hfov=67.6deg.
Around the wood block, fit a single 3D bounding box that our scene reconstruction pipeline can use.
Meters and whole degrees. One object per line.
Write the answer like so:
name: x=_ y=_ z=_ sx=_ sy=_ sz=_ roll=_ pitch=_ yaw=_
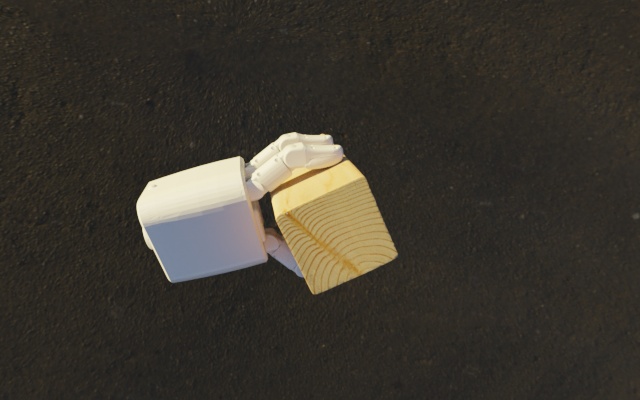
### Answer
wood block: x=0.000 y=0.002 z=0.525 sx=0.090 sy=0.091 sz=0.206 roll=-25 pitch=21 yaw=-1
